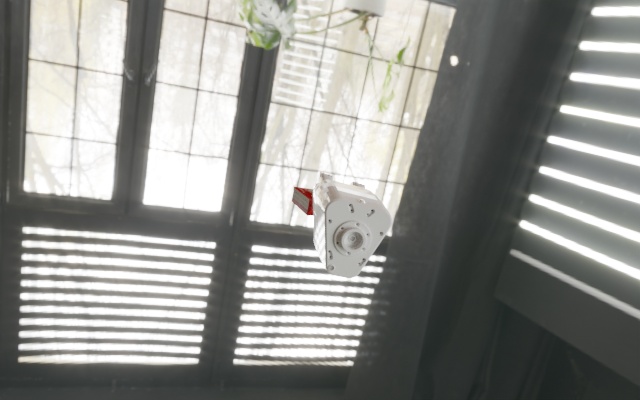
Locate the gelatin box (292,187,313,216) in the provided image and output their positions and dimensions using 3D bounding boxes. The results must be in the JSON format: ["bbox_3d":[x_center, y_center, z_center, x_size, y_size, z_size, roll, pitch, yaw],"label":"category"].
[{"bbox_3d":[0.000,0.003,0.793,0.073,0.030,0.089,6,12,-22],"label":"gelatin box"}]
